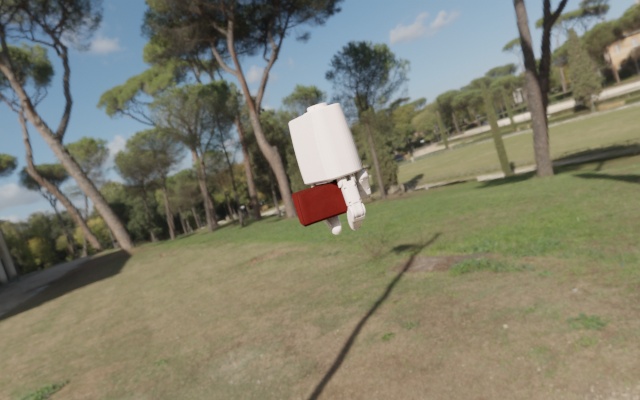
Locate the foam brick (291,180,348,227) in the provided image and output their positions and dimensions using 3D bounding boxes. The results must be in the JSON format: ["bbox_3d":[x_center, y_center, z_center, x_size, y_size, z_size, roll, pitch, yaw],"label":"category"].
[{"bbox_3d":[0.000,0.003,0.742,0.078,0.051,0.053,-19,7,-11],"label":"foam brick"}]
